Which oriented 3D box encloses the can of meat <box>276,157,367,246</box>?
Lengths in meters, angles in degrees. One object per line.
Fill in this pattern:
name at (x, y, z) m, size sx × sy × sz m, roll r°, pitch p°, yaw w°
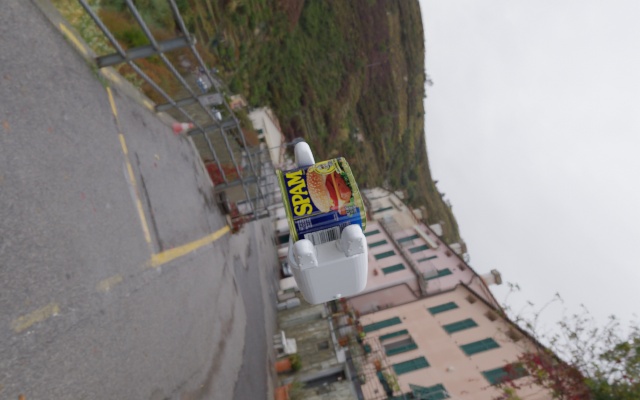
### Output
can of meat at (0.000, 0.002, 0.549) m, size 0.084 × 0.102 × 0.057 m, roll -14°, pitch -42°, yaw -3°
